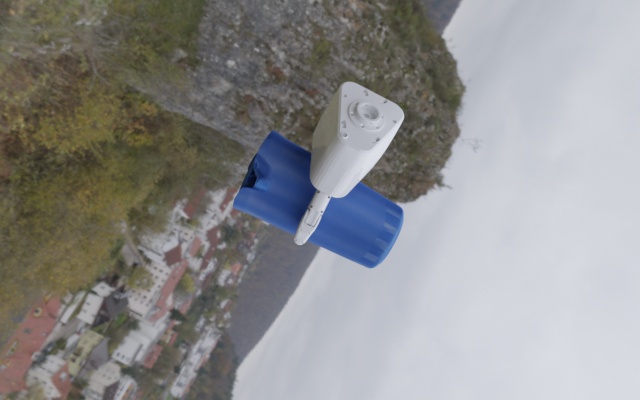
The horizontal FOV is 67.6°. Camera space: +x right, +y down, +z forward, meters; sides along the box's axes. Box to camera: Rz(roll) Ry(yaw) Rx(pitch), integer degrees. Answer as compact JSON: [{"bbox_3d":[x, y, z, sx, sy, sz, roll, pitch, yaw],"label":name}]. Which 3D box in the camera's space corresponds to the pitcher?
[{"bbox_3d":[0.000,0.002,0.743,0.243,0.149,0.145,28,-35,-3],"label":"pitcher"}]
